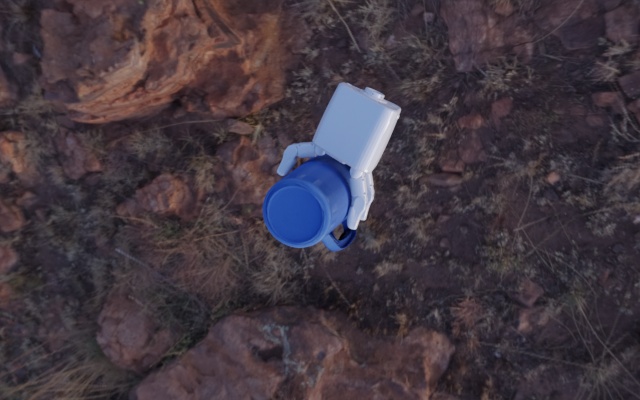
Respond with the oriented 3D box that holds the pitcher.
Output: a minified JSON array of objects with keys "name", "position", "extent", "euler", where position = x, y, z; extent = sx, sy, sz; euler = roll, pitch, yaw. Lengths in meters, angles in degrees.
[{"name":"pitcher","position":[0.000,0.002,0.806],"extent":[0.149,0.145,0.242],"euler":[27,20,9]}]
